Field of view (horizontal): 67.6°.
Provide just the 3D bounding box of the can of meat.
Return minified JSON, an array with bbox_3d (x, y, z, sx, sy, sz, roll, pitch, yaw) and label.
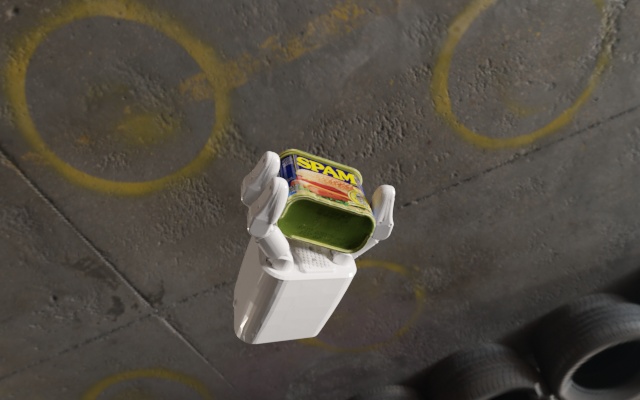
[{"bbox_3d":[0.000,0.002,0.485,0.102,0.057,0.084,17,30,-21],"label":"can of meat"}]
